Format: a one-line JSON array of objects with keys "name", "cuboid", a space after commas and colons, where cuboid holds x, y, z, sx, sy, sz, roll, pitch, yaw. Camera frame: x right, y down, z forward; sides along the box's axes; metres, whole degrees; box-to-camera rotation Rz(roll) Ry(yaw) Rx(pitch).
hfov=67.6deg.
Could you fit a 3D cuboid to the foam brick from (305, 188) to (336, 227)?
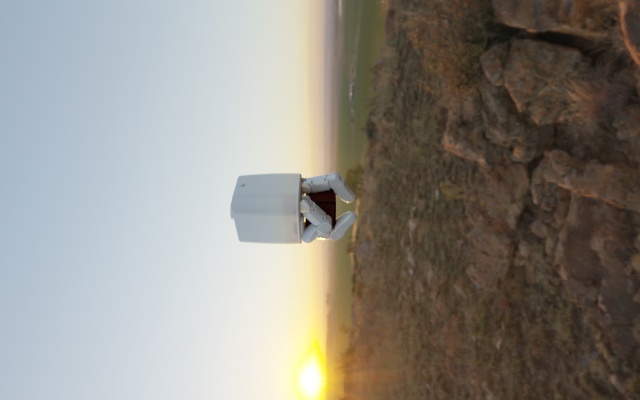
[{"name": "foam brick", "cuboid": [0.000, 0.003, 0.807, 0.051, 0.053, 0.078, 0, 33, 1]}]
